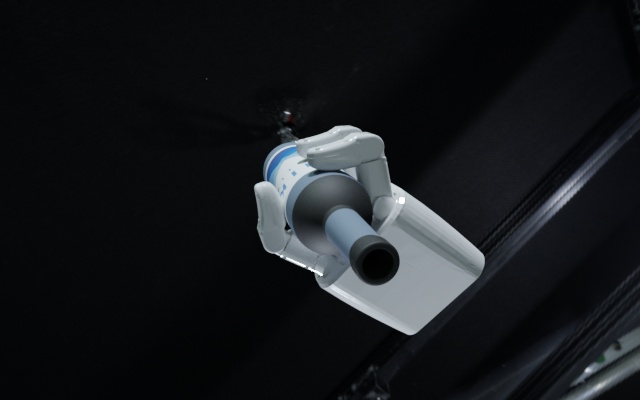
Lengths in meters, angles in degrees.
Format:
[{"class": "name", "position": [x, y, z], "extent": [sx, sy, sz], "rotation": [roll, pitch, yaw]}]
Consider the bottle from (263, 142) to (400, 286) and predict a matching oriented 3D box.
[{"class": "bottle", "position": [0.000, 0.001, 0.412], "extent": [0.069, 0.069, 0.295], "rotation": [0, 14, -13]}]
